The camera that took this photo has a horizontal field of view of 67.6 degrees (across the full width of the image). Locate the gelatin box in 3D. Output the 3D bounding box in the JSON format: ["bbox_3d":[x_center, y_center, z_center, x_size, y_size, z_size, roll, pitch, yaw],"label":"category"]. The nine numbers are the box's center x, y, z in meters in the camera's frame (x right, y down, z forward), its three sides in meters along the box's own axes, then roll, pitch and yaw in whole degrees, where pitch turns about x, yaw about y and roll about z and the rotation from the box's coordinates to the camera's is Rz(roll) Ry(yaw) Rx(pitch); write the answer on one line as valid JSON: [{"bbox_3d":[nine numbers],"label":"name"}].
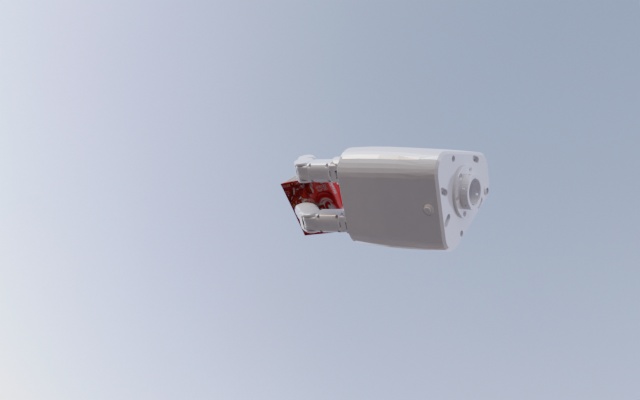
[{"bbox_3d":[0.000,0.002,0.562,0.030,0.073,0.089,-33,14,-35],"label":"gelatin box"}]
